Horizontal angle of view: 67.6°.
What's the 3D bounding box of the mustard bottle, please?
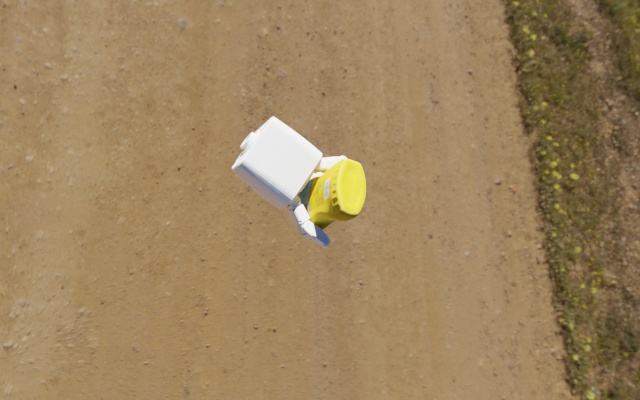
[{"bbox_3d":[0.001,0.003,0.822,0.058,0.096,0.192,14,-23,-29],"label":"mustard bottle"}]
